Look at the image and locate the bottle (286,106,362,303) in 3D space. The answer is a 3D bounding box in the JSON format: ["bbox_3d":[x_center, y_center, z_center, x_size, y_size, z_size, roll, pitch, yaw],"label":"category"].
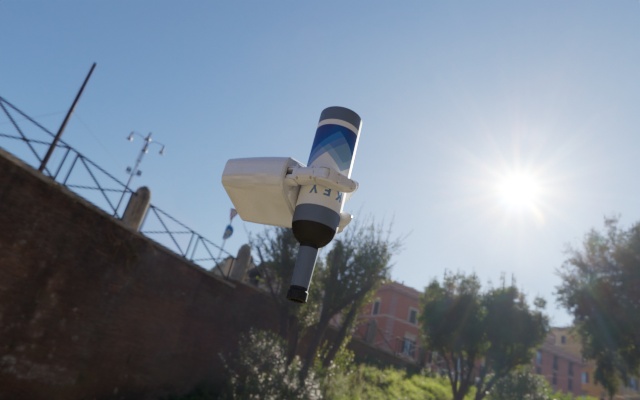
[{"bbox_3d":[0.000,0.002,0.693,0.069,0.295,0.069,12,-23,5],"label":"bottle"}]
